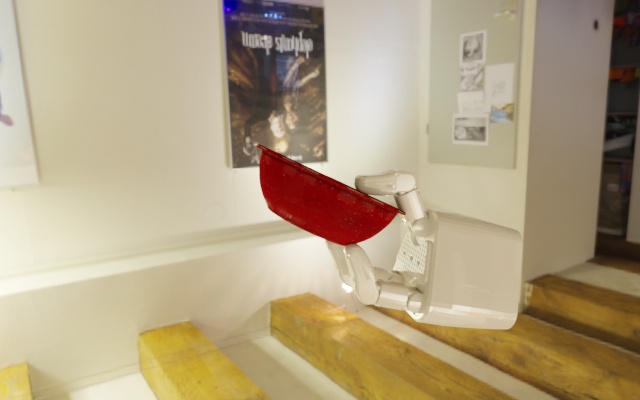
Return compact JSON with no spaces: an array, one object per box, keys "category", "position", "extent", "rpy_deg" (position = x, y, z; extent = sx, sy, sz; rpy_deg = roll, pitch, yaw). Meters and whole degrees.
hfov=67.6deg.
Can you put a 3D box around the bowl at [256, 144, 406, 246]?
[{"category":"bowl","position":[-0.001,0.001,0.476],"extent":[0.162,0.055,0.162],"rpy_deg":[25,3,-1]}]
